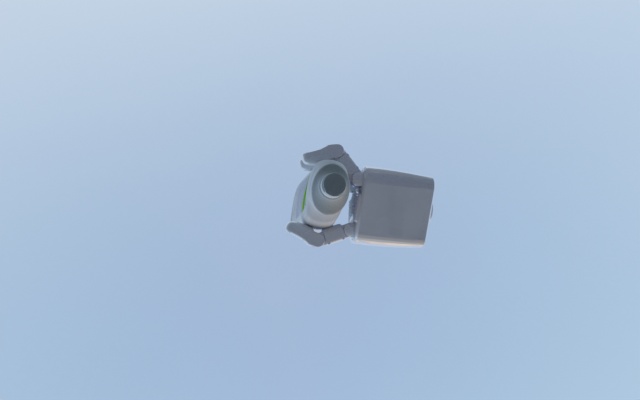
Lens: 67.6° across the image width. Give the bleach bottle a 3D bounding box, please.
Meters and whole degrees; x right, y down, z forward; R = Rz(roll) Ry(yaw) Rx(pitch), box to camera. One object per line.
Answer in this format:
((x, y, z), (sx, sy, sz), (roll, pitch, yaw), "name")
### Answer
((0.000, 0.002, 0.698), (0.068, 0.102, 0.251), (8, -7, -6), "bleach bottle")
